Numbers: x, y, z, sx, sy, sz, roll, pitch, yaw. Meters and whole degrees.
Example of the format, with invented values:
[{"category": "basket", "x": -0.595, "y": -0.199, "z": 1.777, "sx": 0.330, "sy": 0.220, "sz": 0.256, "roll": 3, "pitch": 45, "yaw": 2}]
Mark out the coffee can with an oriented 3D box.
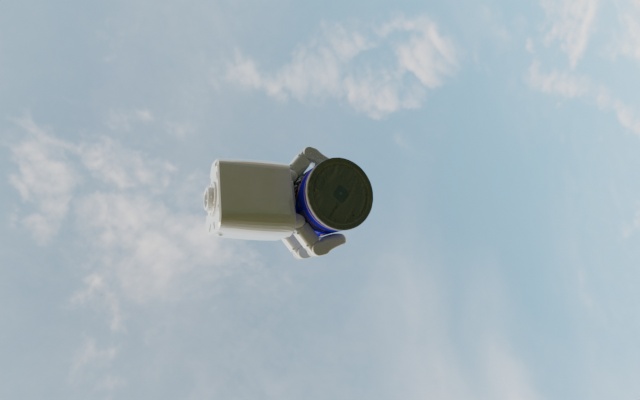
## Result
[{"category": "coffee can", "x": 0.000, "y": 0.002, "z": 0.718, "sx": 0.103, "sy": 0.103, "sz": 0.140, "roll": 0, "pitch": -10, "yaw": -25}]
